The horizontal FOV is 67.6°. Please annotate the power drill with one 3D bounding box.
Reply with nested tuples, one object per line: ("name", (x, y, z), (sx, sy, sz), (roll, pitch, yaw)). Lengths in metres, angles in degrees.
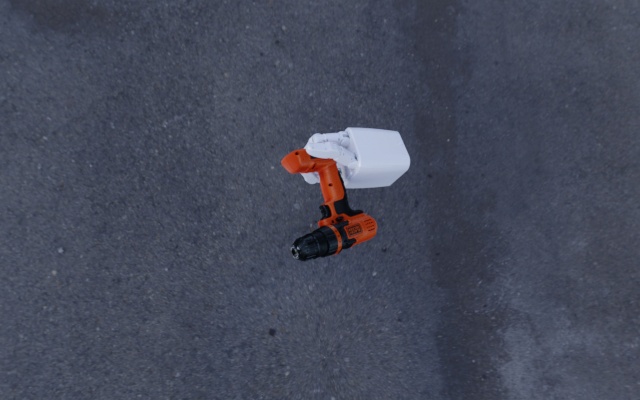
("power drill", (0.000, 0.002, 0.827), (0.184, 0.187, 0.057), (-14, -9, -42))
